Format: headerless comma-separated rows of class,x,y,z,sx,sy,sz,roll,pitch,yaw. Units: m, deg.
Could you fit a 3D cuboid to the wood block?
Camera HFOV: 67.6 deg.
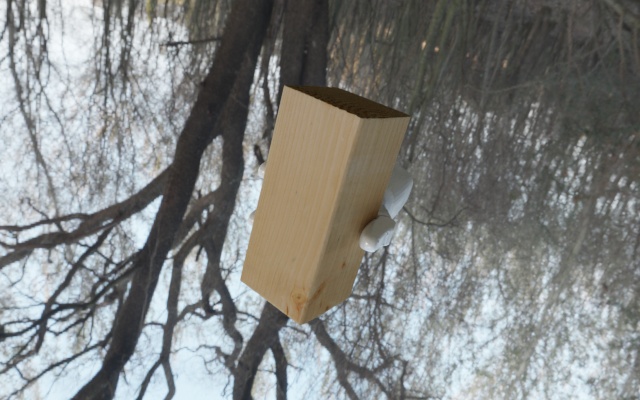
wood block,0.001,0.002,0.469,0.091,0.206,0.090,28,25,30
